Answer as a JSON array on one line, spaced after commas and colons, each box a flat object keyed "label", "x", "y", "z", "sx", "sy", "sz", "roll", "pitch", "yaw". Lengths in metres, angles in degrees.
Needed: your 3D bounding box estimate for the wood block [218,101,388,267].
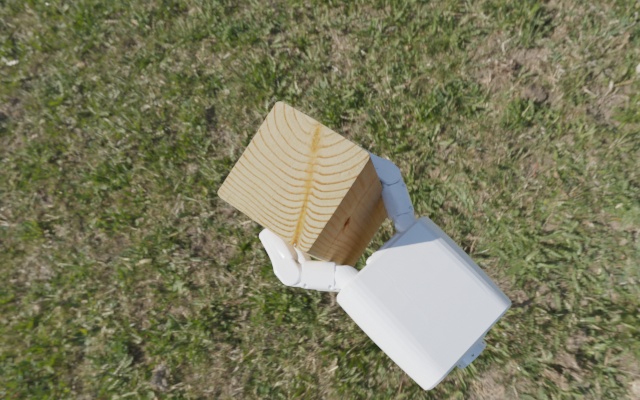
[{"label": "wood block", "x": 0.001, "y": 0.001, "z": 0.456, "sx": 0.090, "sy": 0.091, "sz": 0.206, "roll": 32, "pitch": -4, "yaw": 17}]
